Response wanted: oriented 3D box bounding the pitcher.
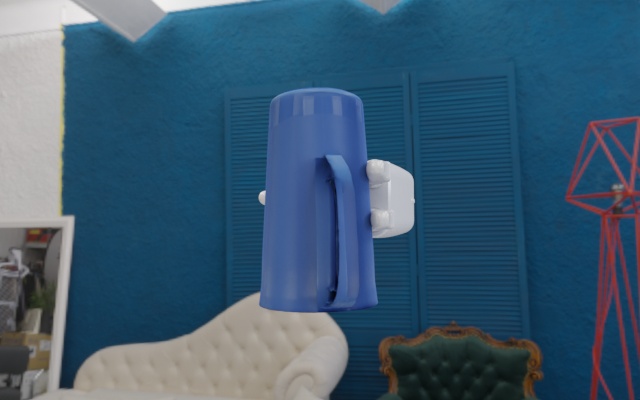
[{"bbox_3d":[0.000,0.002,0.536,0.149,0.243,0.145,-3,-4,30],"label":"pitcher"}]
